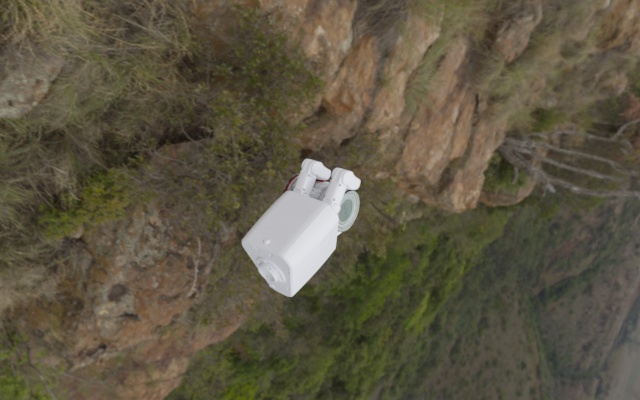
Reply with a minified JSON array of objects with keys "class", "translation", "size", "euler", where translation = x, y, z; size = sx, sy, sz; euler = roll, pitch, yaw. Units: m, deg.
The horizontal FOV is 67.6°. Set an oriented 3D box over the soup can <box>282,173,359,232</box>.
[{"class":"soup can","translation":[0.001,0.002,0.738],"size":[0.102,0.068,0.068],"euler":[19,11,33]}]
